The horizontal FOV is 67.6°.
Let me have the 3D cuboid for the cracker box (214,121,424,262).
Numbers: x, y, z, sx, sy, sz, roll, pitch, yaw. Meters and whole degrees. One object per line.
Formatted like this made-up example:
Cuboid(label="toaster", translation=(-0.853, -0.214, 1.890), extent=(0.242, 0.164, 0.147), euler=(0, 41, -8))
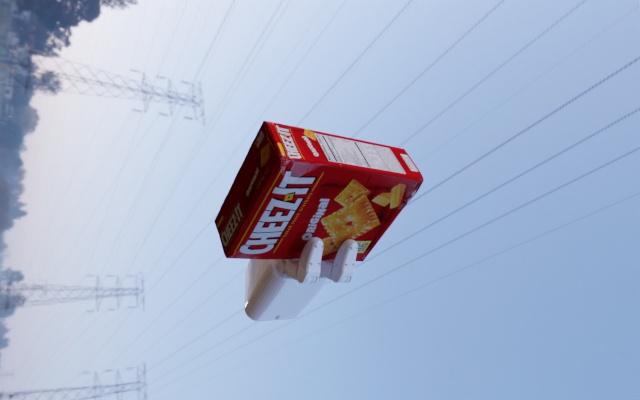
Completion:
Cuboid(label="cracker box", translation=(0.000, 0.002, 0.597), extent=(0.214, 0.164, 0.072), euler=(6, 42, -35))
